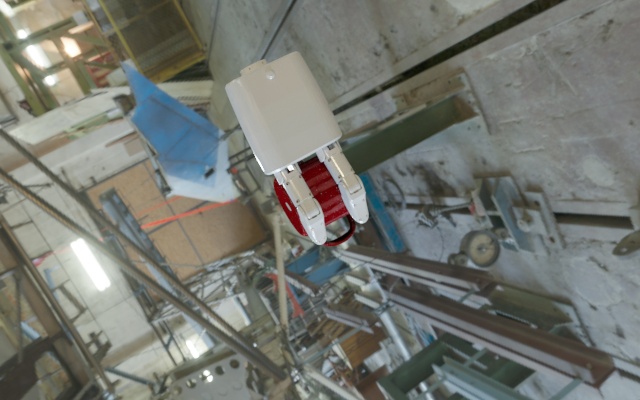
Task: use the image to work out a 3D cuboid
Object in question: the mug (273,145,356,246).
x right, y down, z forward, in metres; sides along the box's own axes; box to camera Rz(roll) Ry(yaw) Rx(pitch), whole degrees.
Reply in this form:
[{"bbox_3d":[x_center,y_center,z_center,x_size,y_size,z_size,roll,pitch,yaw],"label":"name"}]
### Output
[{"bbox_3d":[0.001,0.003,0.590,0.081,0.117,0.093,-29,10,-13],"label":"mug"}]
